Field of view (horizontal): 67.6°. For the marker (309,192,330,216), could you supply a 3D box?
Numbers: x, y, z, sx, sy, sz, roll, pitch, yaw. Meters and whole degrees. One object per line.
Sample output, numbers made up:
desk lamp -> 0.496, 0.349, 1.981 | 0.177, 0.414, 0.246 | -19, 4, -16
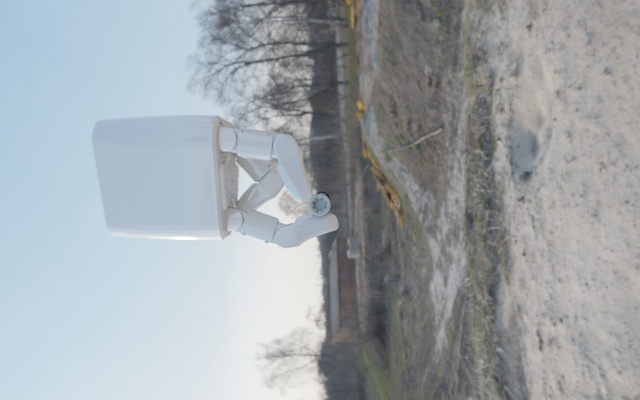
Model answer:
marker -> 0.000, 0.002, 0.469 | 0.020, 0.020, 0.121 | 0, 2, 1
